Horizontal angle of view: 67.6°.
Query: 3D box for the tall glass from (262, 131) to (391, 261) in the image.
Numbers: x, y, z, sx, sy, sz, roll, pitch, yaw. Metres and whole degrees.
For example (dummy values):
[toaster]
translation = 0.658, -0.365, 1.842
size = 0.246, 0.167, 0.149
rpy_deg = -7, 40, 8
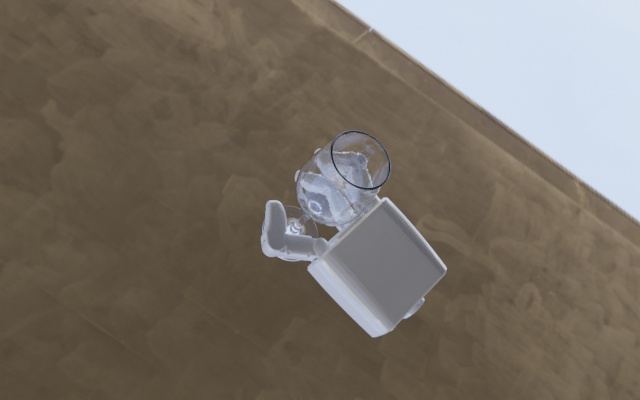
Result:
[tall glass]
translation = 0.000, 0.002, 0.520
size = 0.079, 0.079, 0.201
rpy_deg = 0, -24, -24
